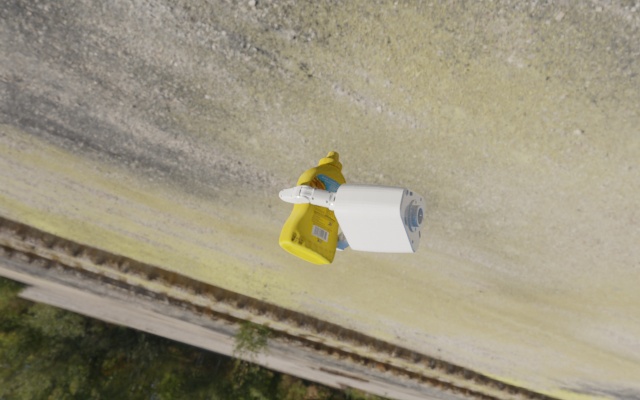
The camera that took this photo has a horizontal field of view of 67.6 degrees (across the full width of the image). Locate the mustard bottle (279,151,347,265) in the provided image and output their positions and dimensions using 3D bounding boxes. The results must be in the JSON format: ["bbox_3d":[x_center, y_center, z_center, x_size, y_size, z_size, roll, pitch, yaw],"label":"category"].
[{"bbox_3d":[0.000,0.003,0.795,0.096,0.191,0.058,29,-26,-29],"label":"mustard bottle"}]
